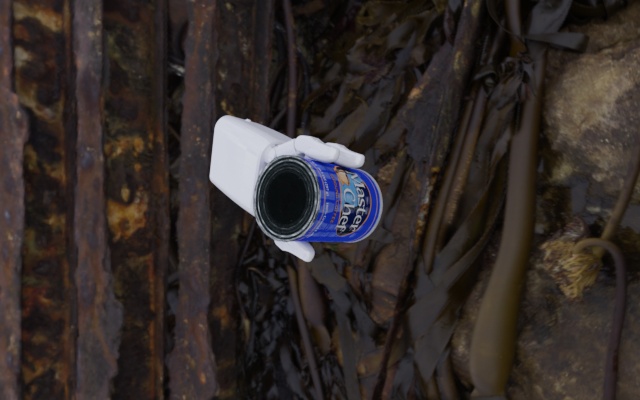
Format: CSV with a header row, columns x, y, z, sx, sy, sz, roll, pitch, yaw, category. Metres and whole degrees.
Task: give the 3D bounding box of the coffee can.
x,y,z,sx,sy,sz,roll,pitch,yaw,category
0.000,0.002,0.606,0.103,0.103,0.140,0,-4,37,coffee can
